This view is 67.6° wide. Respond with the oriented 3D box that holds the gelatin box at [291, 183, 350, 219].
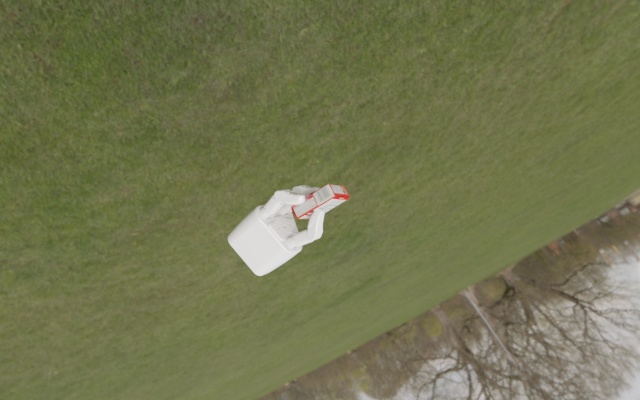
[{"bbox_3d":[0.001,0.003,0.882,0.089,0.030,0.073,-31,-15,21],"label":"gelatin box"}]
